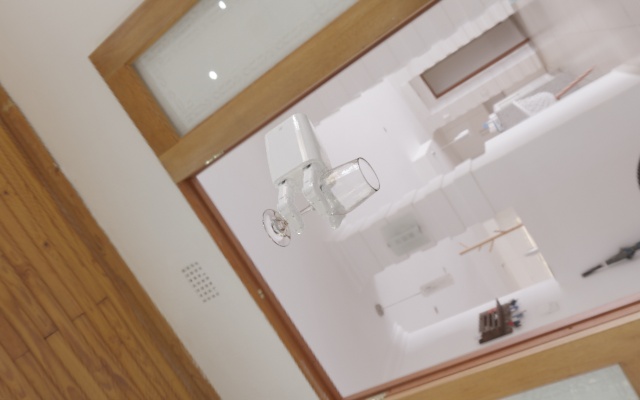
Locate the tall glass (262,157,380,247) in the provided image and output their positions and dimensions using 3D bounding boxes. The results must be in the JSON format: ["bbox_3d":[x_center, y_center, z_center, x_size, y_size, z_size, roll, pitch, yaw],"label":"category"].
[{"bbox_3d":[0.000,0.003,0.806,0.201,0.079,0.079,-30,-14,25],"label":"tall glass"}]
